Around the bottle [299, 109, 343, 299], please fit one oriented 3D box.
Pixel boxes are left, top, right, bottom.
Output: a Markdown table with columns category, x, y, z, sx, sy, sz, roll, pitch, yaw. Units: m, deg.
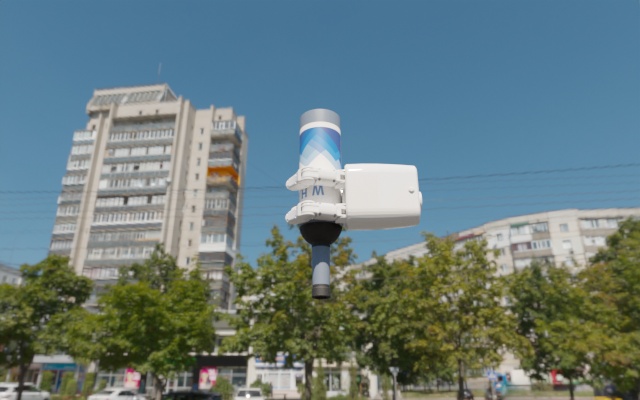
| category | x | y | z | sx | sy | sz | roll | pitch | yaw |
| --- | --- | --- | --- | --- | --- | --- | --- | --- | --- |
| bottle | 0.000 | 0.002 | 0.735 | 0.069 | 0.295 | 0.069 | 0 | -22 | 0 |
